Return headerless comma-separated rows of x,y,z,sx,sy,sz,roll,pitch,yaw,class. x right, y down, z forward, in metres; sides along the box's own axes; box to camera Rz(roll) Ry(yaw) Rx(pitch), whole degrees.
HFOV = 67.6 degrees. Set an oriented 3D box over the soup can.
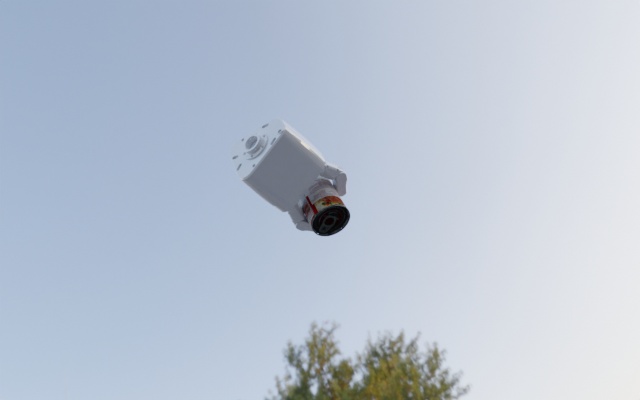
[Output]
0.000,0.003,0.817,0.068,0.068,0.102,0,39,-27,soup can
